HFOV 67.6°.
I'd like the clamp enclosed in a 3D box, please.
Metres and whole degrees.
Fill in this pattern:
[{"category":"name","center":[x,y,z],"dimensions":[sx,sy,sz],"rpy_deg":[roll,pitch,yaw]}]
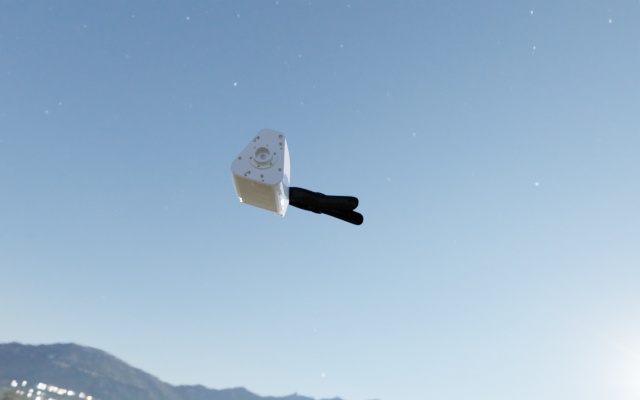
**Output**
[{"category":"clamp","center":[0.000,0.002,0.883],"dimensions":[0.171,0.039,0.120],"rpy_deg":[13,-21,5]}]
